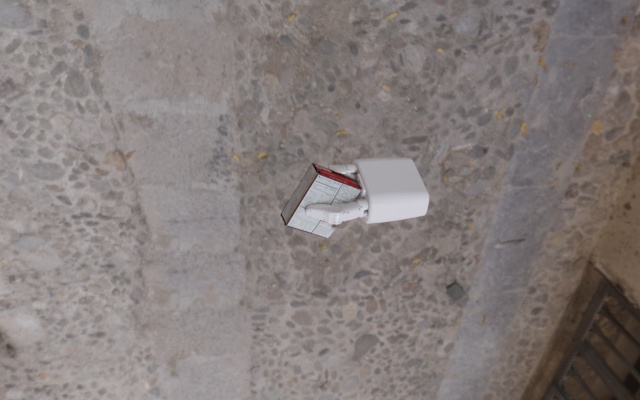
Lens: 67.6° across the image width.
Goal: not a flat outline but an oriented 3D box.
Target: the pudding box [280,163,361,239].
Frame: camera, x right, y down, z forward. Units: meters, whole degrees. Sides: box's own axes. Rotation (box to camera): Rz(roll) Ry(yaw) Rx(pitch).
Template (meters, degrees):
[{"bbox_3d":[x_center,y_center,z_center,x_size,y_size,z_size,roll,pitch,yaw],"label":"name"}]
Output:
[{"bbox_3d":[0.000,0.003,0.790,0.090,0.113,0.039,20,24,-29],"label":"pudding box"}]
